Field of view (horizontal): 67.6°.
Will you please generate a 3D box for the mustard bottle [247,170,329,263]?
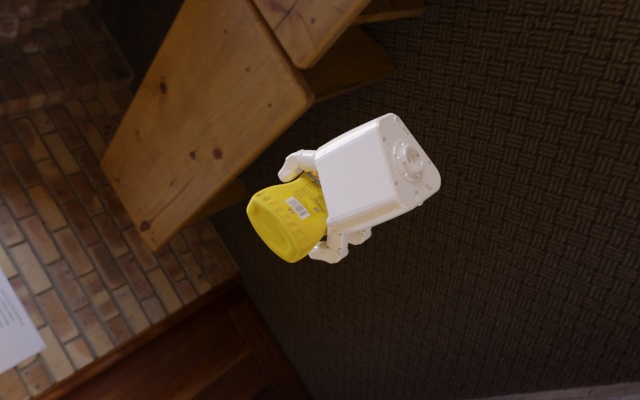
[{"bbox_3d":[0.000,0.002,0.644,0.191,0.096,0.058,-30,-19,-43],"label":"mustard bottle"}]
